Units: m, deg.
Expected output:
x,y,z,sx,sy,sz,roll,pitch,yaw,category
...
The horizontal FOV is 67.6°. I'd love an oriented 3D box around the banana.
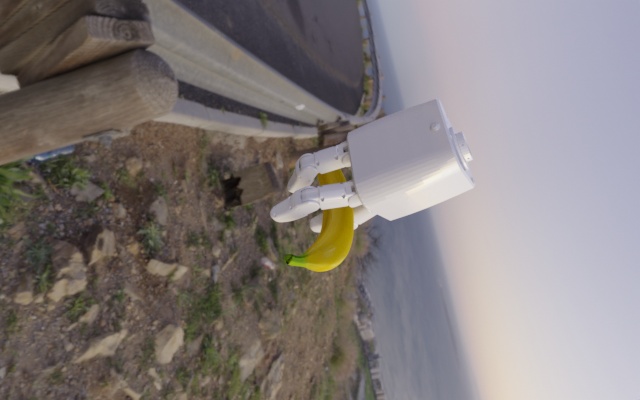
x,y,z,sx,sy,sz,roll,pitch,yaw,category
0.011,0.016,0.556,0.037,0.070,0.197,-29,27,29,banana
